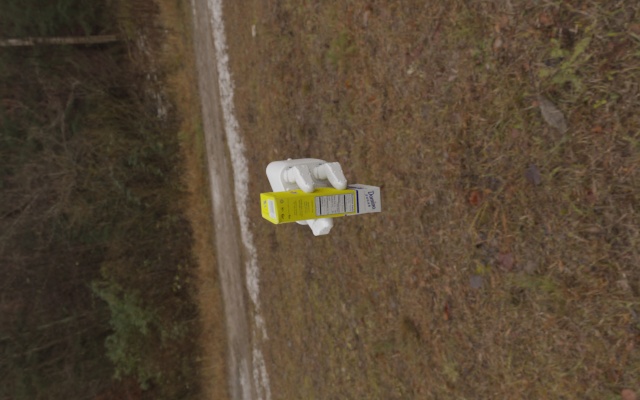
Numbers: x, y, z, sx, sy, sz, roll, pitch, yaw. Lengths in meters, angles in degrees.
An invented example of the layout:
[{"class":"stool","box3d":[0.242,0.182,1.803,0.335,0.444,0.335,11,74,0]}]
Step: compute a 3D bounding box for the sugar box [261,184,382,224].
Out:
[{"class":"sugar box","box3d":[0.000,0.002,0.772,0.176,0.048,0.093,-9,9,-20]}]
